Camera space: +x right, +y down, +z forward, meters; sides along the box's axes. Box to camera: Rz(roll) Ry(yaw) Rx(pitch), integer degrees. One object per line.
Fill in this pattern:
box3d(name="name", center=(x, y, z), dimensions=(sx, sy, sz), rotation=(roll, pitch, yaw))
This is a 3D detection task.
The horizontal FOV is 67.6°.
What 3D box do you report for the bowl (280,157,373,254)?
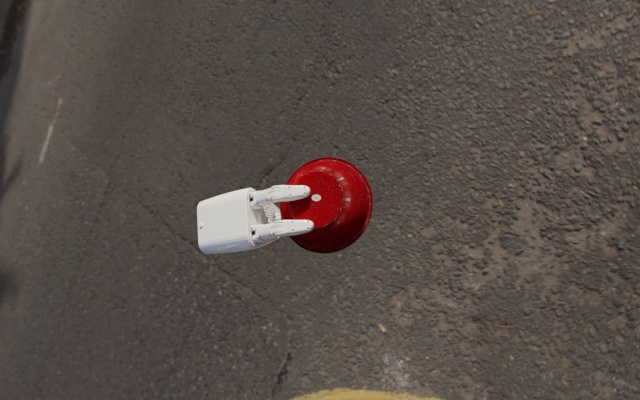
box3d(name="bowl", center=(0.001, 0.002, 0.764), dimensions=(0.162, 0.162, 0.055), rotation=(0, -10, 18))
